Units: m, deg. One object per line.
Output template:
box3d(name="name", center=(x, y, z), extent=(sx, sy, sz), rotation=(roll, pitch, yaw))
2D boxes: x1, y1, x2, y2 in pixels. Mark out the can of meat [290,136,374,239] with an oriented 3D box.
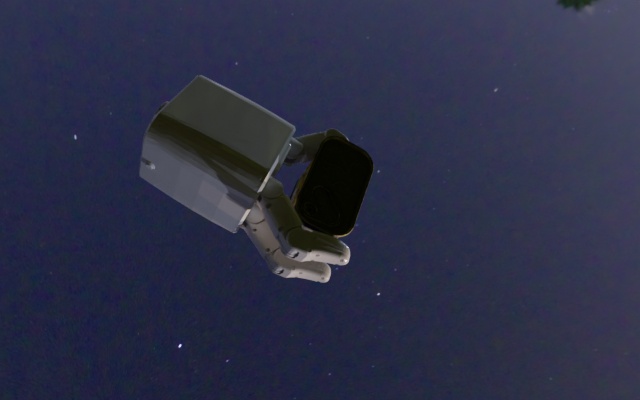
box3d(name="can of meat", center=(0.000, 0.002, 0.469), extent=(0.057, 0.102, 0.084), rotation=(28, -33, -9))
